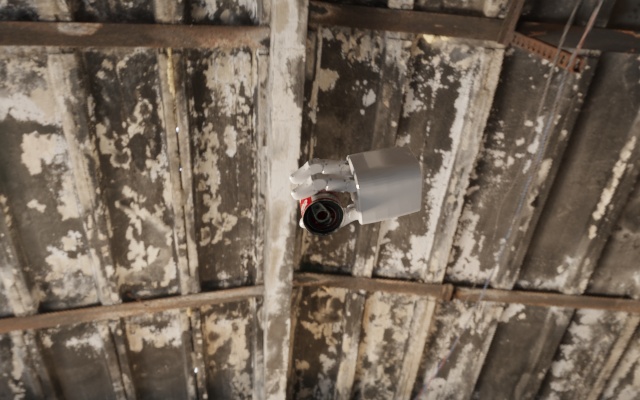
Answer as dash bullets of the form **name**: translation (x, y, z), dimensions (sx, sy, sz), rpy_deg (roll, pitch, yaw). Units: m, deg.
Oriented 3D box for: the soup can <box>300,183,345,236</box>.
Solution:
- **soup can**: translation (0.000, 0.003, 0.790), dimensions (0.068, 0.068, 0.102), rpy_deg (0, 30, -7)
